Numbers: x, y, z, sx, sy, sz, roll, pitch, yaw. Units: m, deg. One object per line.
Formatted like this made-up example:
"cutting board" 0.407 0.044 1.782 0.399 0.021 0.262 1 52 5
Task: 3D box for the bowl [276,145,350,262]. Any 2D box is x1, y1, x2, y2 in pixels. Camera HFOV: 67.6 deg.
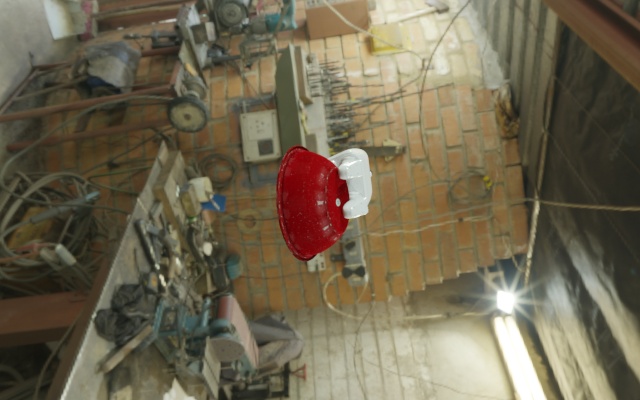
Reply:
"bowl" 0.000 0.003 0.654 0.055 0.162 0.162 -4 -2 23
